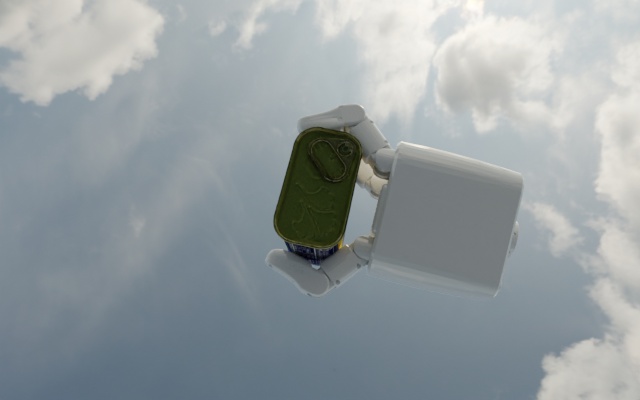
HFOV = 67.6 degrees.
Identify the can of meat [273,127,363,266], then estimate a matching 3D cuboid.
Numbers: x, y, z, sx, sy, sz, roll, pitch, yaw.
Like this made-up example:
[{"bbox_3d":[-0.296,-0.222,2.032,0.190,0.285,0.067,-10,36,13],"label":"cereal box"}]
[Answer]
[{"bbox_3d":[0.000,0.002,0.417,0.057,0.102,0.084,11,-19,6],"label":"can of meat"}]
